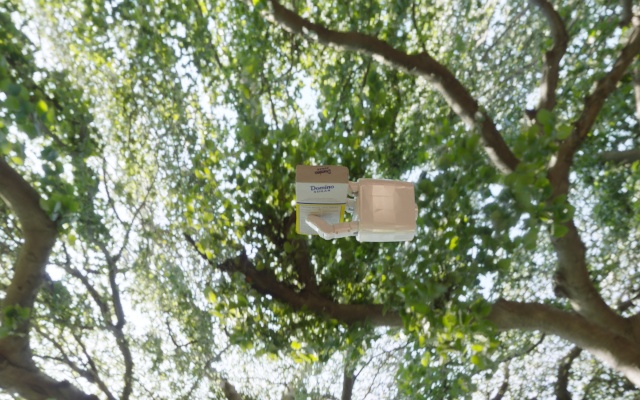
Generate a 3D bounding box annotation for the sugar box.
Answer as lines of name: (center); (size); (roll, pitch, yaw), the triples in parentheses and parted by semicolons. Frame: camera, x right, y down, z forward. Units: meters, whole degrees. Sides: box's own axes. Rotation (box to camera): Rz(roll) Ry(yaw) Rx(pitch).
sugar box: (0.000, 0.003, 0.893); (0.093, 0.048, 0.176); (2, -37, -2)
